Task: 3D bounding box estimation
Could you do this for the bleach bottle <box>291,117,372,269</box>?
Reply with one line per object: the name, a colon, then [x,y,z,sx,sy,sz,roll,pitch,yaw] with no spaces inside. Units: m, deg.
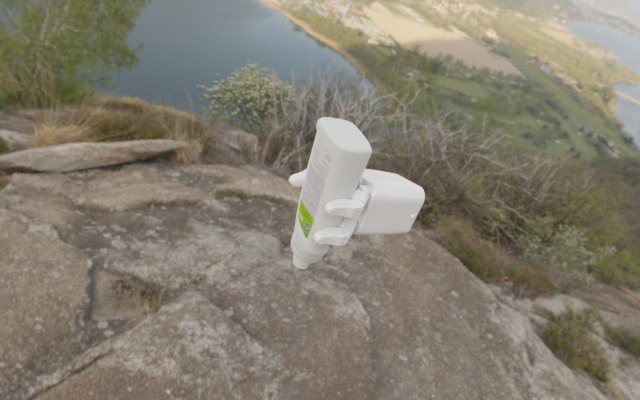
bleach bottle: [0.000,0.003,0.760,0.068,0.251,0.102,3,36,-26]
